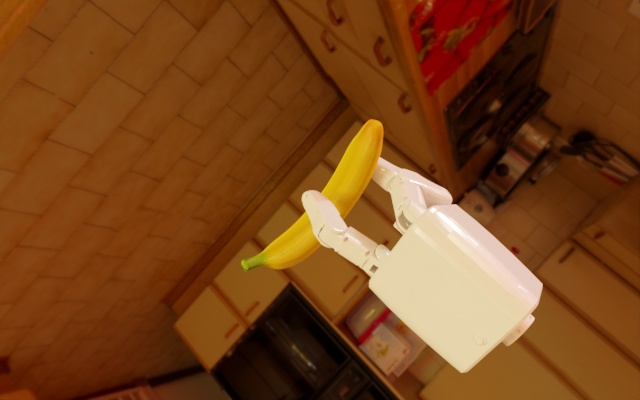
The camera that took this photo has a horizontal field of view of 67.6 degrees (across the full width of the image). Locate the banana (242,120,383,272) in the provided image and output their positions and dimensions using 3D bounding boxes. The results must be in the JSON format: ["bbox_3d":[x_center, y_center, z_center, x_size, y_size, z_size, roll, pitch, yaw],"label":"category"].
[{"bbox_3d":[0.005,0.006,0.485,0.037,0.198,0.069,44,11,20],"label":"banana"}]
